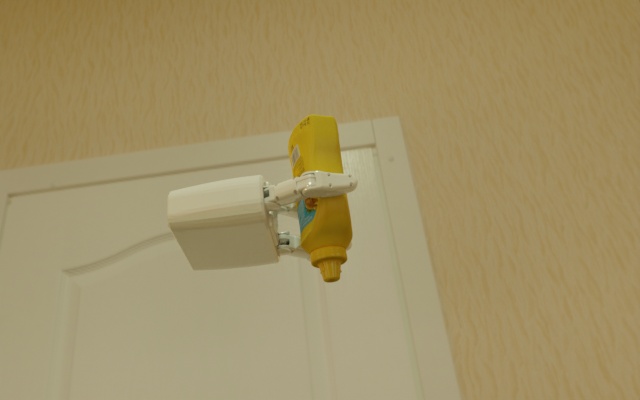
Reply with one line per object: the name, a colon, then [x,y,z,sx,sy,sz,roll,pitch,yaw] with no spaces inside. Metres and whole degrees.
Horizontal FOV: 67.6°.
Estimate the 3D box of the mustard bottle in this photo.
mustard bottle: [0.000,0.002,0.562,0.058,0.191,0.096,2,-27,-20]
